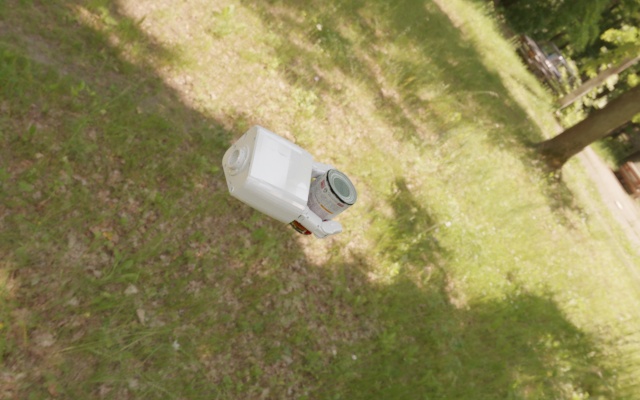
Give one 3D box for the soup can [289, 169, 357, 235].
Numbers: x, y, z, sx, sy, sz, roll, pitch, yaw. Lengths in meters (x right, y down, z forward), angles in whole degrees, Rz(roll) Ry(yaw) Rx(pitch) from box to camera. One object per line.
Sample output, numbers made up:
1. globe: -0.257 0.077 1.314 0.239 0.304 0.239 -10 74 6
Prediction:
1. soup can: 0.001 0.003 0.767 0.102 0.068 0.068 -36 -21 32
